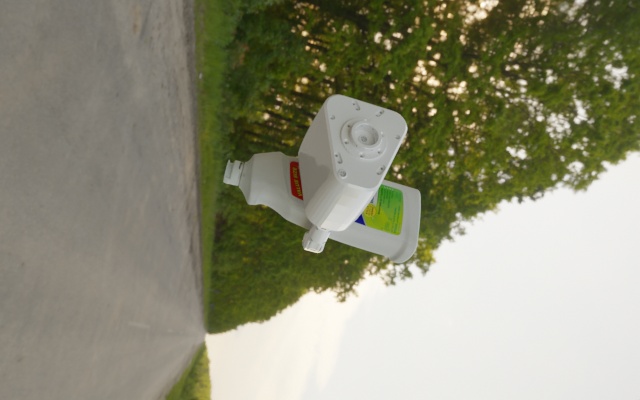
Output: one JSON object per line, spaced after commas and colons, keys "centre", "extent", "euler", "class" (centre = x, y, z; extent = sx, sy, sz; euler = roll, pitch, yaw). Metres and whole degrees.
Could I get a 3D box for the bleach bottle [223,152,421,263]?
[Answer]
{"centre": [0.000, 0.002, 0.613], "extent": [0.251, 0.102, 0.068], "euler": [15, -26, -10], "class": "bleach bottle"}
